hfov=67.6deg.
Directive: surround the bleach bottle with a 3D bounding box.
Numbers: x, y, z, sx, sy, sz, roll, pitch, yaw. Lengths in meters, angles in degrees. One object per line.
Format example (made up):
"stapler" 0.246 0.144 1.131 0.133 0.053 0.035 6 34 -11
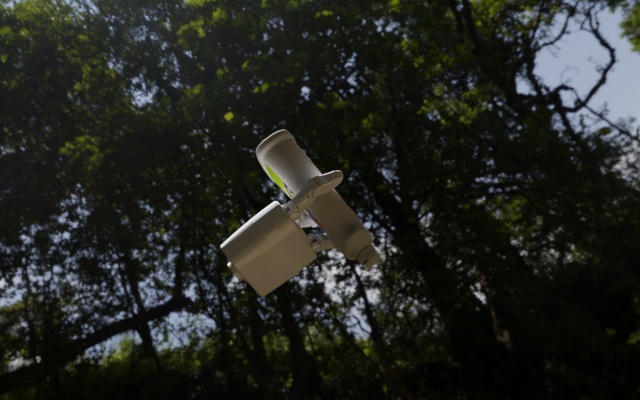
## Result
"bleach bottle" 0.000 0.002 0.737 0.068 0.250 0.103 -37 -30 -8
